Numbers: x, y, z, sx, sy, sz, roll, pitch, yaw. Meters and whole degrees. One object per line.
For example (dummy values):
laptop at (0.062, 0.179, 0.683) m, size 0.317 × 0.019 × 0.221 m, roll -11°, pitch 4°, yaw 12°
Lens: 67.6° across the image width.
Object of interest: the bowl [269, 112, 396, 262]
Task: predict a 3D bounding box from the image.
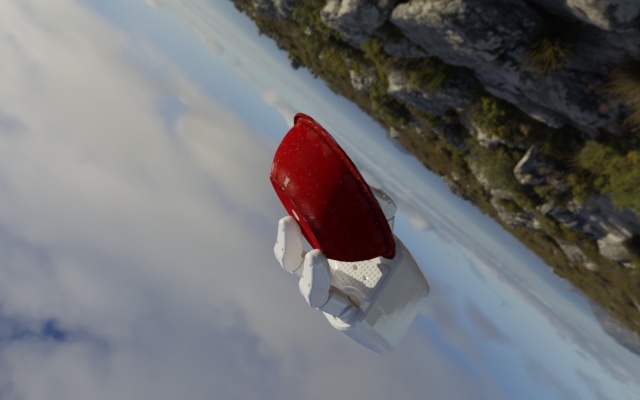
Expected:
bowl at (-0.001, 0.001, 0.445) m, size 0.055 × 0.162 × 0.162 m, roll -33°, pitch 6°, yaw -9°
